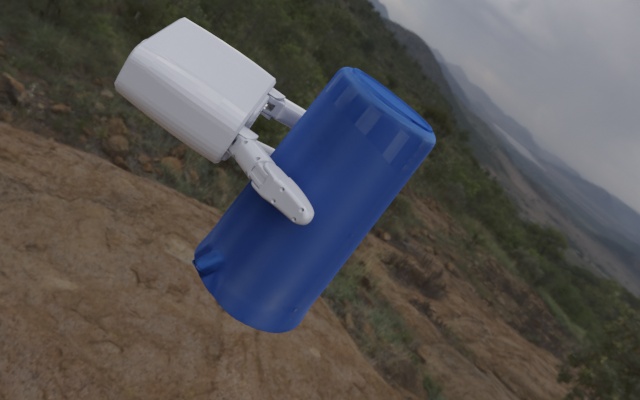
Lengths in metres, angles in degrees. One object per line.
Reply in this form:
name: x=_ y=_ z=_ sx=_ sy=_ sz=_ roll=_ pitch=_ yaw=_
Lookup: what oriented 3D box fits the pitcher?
pitcher: x=0.000 y=0.001 z=0.468 sx=0.145 sy=0.243 sz=0.149 roll=35 pitch=20 yaw=-9
